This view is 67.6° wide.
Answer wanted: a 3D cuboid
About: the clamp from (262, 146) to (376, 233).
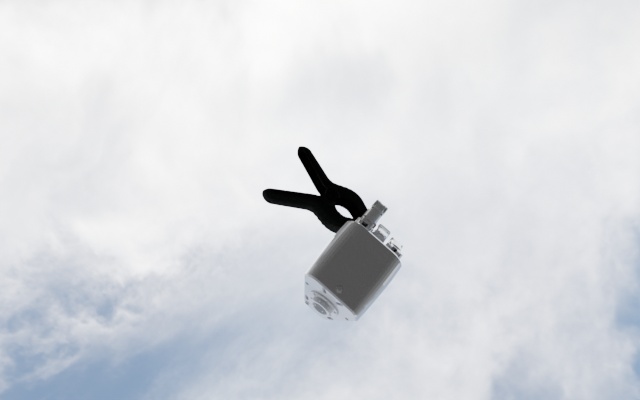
[{"bbox_3d":[0.000,0.003,0.710,0.120,0.171,0.039,-46,-9,-31],"label":"clamp"}]
